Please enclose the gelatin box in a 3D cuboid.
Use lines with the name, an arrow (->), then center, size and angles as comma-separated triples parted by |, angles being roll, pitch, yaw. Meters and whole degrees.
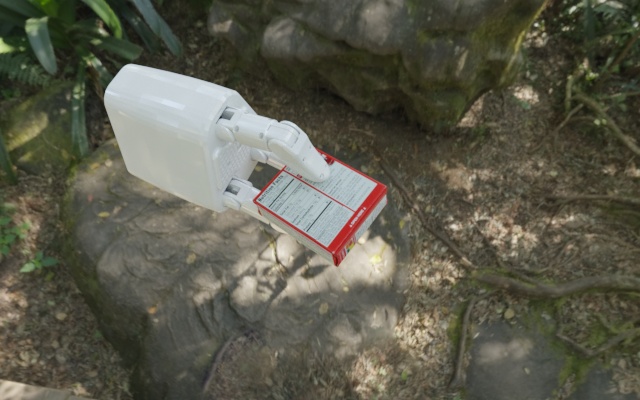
gelatin box -> 0.000, 0.001, 0.402 | 0.089, 0.073, 0.030 | 31, -21, 24
